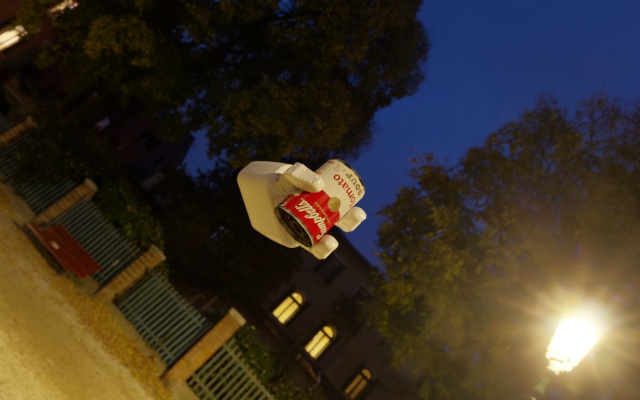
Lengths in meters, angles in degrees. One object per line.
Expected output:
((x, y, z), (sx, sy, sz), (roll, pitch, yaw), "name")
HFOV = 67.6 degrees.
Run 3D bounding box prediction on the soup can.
((0.001, 0.002, 0.614), (0.102, 0.068, 0.068), (-43, 18, -21), "soup can")
